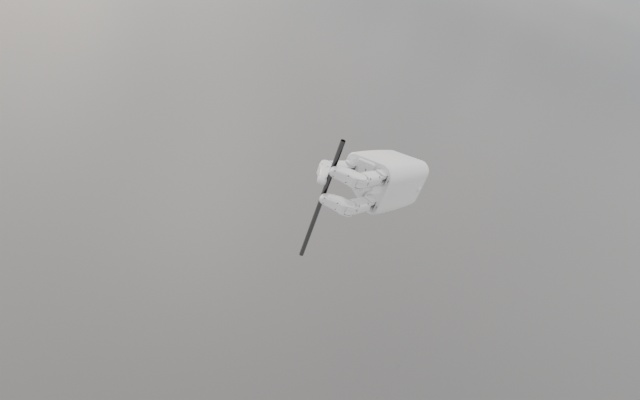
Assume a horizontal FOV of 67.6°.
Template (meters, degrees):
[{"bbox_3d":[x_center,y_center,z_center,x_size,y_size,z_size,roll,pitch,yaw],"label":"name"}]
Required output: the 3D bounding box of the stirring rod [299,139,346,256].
[{"bbox_3d":[0.000,0.003,0.803,0.011,0.240,0.011,14,33,-9],"label":"stirring rod"}]
